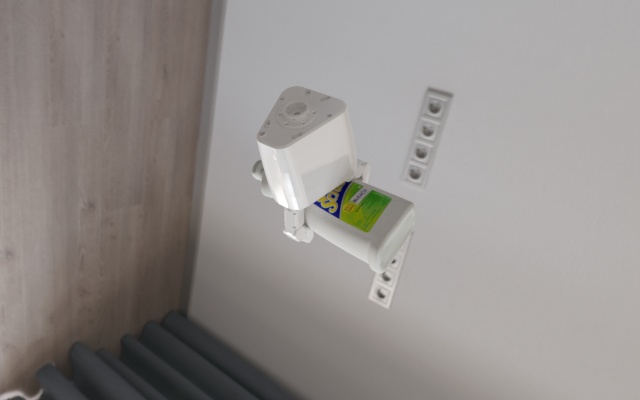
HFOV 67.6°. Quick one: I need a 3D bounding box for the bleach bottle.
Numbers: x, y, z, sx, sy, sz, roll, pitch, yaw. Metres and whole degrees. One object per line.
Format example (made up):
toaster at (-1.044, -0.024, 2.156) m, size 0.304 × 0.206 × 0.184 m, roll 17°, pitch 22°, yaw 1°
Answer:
bleach bottle at (0.000, 0.002, 0.668) m, size 0.250 × 0.102 × 0.068 m, roll 24°, pitch -33°, yaw 28°
